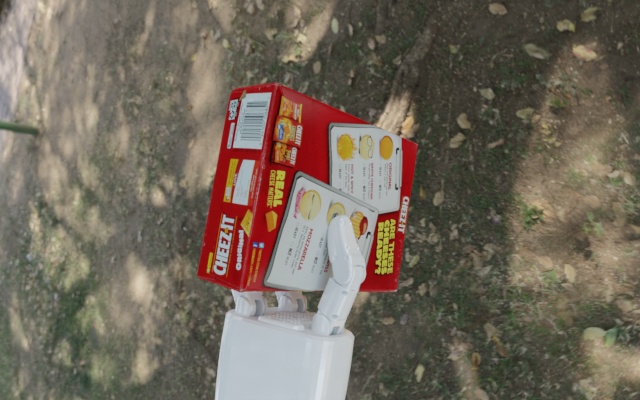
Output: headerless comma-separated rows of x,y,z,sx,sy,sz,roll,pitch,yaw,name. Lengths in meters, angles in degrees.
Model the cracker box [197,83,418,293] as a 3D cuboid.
0.000,0.001,0.457,0.072,0.164,0.214,7,-3,42,cracker box
